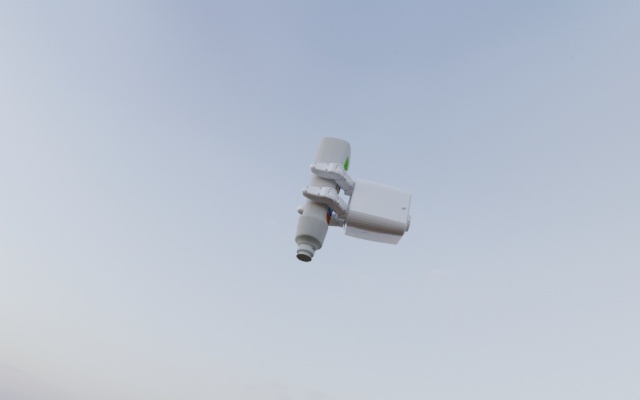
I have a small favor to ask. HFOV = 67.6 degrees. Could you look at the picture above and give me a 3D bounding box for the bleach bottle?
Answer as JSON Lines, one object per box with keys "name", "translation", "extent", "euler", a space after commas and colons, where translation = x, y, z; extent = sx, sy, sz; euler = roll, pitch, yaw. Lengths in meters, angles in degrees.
{"name": "bleach bottle", "translation": [0.000, 0.003, 0.890], "extent": [0.068, 0.250, 0.103], "euler": [12, -34, 6]}
